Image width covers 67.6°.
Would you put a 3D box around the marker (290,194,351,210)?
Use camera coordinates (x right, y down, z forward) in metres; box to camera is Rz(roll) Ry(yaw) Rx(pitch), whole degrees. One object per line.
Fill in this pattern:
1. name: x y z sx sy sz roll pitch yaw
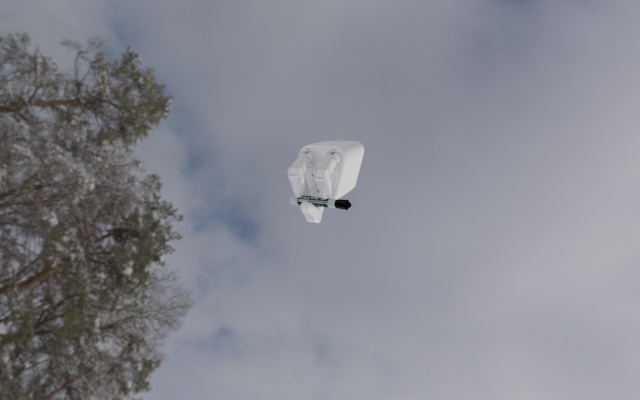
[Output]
1. marker: 0.000 0.003 0.879 0.121 0.020 0.020 6 2 27
